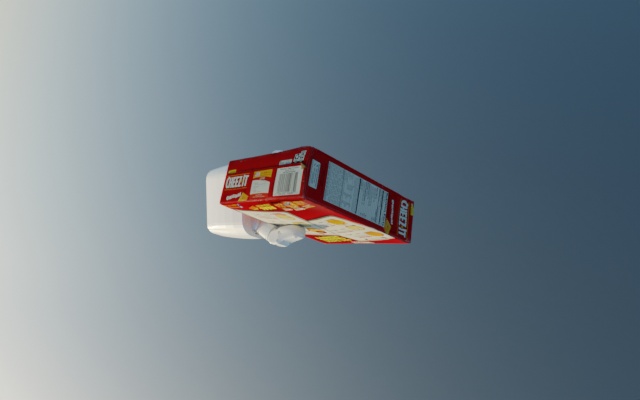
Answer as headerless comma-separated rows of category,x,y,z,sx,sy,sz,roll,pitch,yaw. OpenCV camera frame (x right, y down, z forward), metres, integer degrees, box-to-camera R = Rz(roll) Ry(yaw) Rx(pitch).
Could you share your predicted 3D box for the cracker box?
cracker box,0.000,0.002,0.649,0.164,0.072,0.214,-5,-20,44
